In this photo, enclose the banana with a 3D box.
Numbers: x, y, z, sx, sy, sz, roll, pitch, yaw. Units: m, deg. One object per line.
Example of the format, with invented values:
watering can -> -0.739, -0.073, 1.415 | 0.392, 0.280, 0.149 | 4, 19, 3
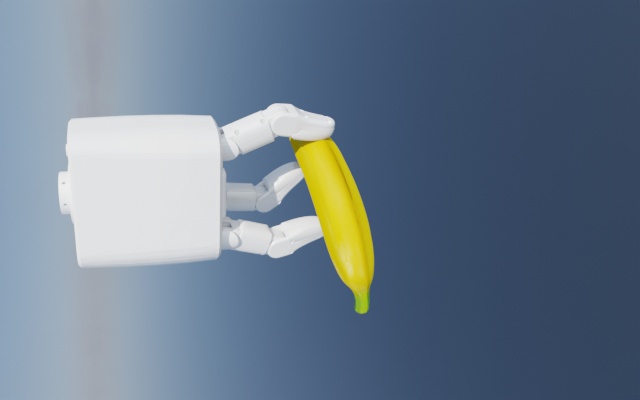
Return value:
banana -> 0.006, -0.005, 0.410 | 0.037, 0.197, 0.070 | -7, -28, -21
